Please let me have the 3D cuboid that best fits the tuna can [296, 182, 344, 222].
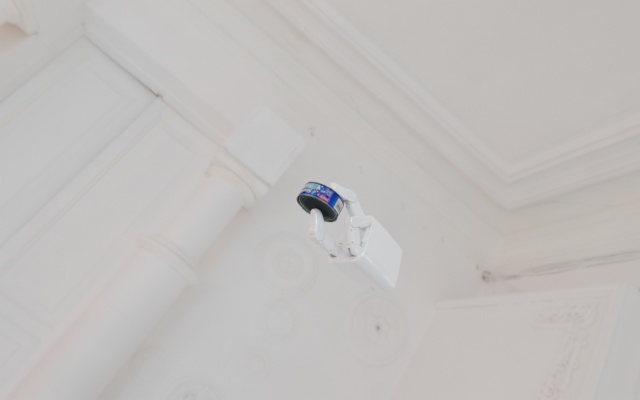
[{"bbox_3d":[0.000,0.002,0.892,0.086,0.033,0.086,25,-24,12],"label":"tuna can"}]
